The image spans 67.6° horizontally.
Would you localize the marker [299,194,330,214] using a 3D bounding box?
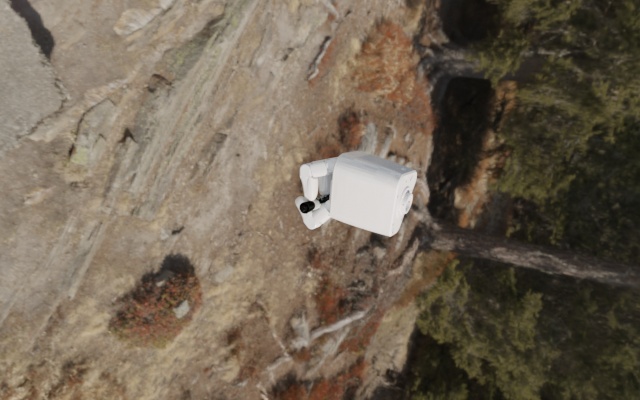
[{"bbox_3d":[0.000,0.003,0.798,0.020,0.020,0.121,0,10,28],"label":"marker"}]
